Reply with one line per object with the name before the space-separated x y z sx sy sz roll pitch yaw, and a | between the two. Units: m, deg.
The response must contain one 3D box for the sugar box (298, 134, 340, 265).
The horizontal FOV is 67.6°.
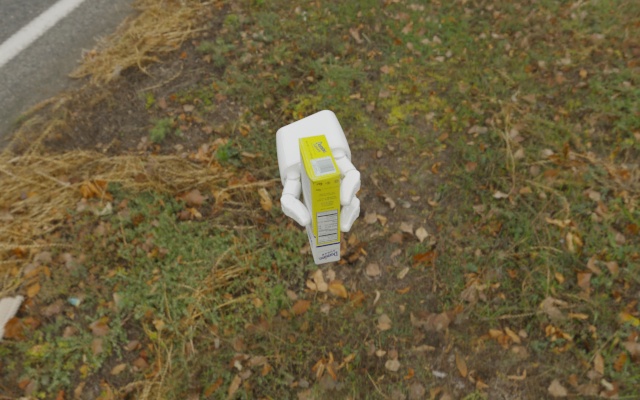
sugar box | 0.001 0.002 0.701 0.048 0.176 0.093 -11 45 -6
